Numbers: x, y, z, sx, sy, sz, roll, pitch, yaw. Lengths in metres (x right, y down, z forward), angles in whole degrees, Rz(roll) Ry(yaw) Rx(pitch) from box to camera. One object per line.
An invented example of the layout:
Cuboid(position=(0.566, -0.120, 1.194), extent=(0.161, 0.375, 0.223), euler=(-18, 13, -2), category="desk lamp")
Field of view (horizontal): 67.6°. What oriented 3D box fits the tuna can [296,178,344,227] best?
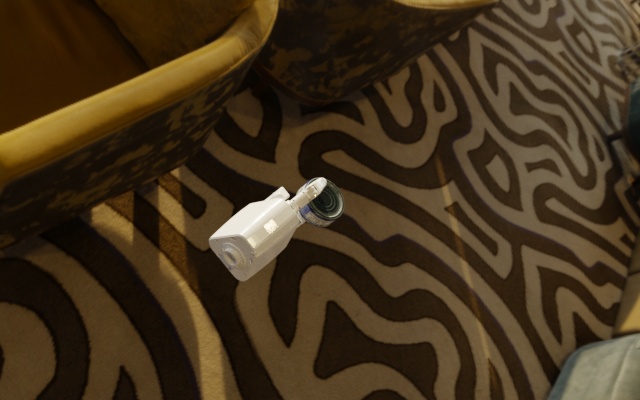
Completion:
Cuboid(position=(0.000, 0.003, 0.860), extent=(0.086, 0.086, 0.034), euler=(0, -26, -37), category="tuna can")
